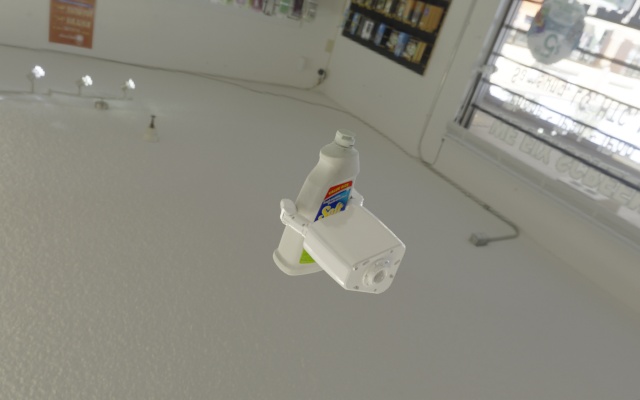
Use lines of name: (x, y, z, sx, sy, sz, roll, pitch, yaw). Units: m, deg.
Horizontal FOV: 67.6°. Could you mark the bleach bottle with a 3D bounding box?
bleach bottle: (0.000, 0.003, 0.791, 0.102, 0.251, 0.068, -4, 33, -38)
